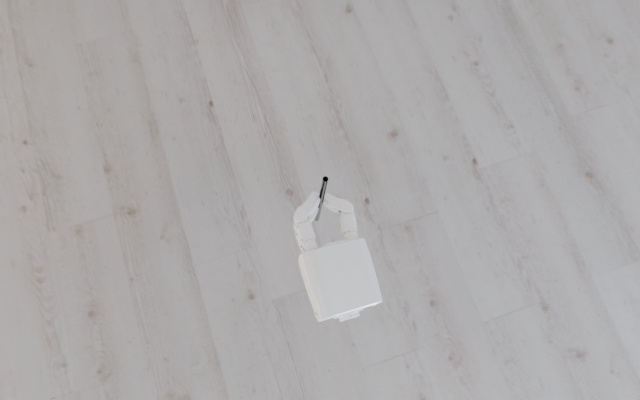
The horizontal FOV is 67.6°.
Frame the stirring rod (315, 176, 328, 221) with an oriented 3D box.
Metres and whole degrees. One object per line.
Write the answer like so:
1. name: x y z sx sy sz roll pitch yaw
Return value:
1. stirring rod: 0.000 0.003 0.784 0.011 0.011 0.239 0 -16 -3
